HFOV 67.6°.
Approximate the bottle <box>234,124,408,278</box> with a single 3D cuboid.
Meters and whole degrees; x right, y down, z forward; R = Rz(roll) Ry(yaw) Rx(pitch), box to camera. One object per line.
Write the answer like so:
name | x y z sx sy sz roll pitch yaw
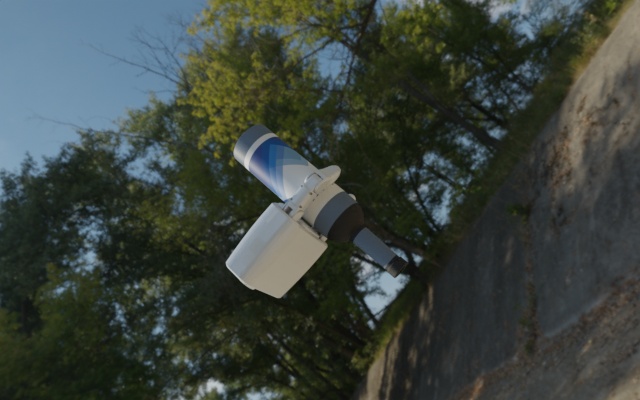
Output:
bottle | 0.000 0.002 0.674 0.295 0.069 0.069 40 15 19
